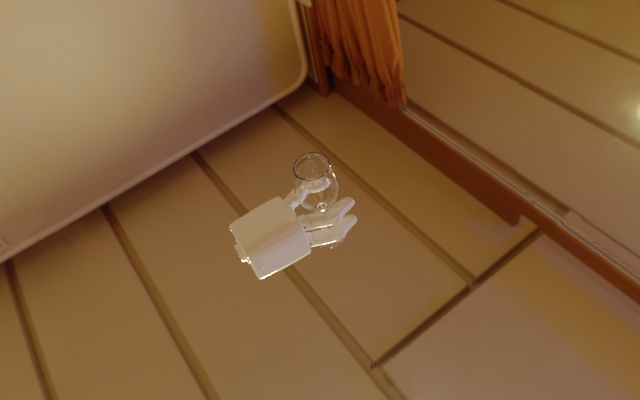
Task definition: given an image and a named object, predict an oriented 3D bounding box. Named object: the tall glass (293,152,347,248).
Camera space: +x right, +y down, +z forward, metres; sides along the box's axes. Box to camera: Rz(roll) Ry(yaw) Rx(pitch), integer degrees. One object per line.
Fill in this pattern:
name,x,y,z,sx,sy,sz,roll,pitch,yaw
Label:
tall glass,0.000,0.003,0.860,0.079,0.079,0.201,0,-37,11
